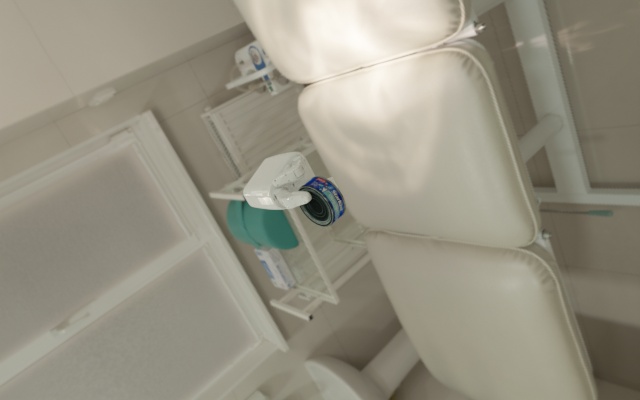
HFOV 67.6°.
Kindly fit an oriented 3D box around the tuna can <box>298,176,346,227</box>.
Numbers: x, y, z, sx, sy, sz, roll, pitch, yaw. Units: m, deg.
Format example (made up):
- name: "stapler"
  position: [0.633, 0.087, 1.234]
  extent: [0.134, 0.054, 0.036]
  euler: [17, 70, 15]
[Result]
- name: "tuna can"
  position: [0.000, 0.003, 0.831]
  extent: [0.086, 0.086, 0.033]
  euler: [0, 31, 49]
